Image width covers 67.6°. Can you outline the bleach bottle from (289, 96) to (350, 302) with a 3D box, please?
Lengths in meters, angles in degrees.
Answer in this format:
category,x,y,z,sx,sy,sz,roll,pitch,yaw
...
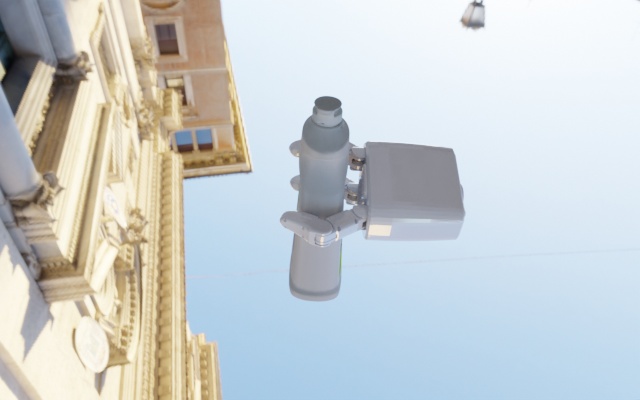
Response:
category,x,y,z,sx,sy,sz,roll,pitch,yaw
bleach bottle,0.000,0.002,0.551,0.068,0.251,0.102,3,42,-2
